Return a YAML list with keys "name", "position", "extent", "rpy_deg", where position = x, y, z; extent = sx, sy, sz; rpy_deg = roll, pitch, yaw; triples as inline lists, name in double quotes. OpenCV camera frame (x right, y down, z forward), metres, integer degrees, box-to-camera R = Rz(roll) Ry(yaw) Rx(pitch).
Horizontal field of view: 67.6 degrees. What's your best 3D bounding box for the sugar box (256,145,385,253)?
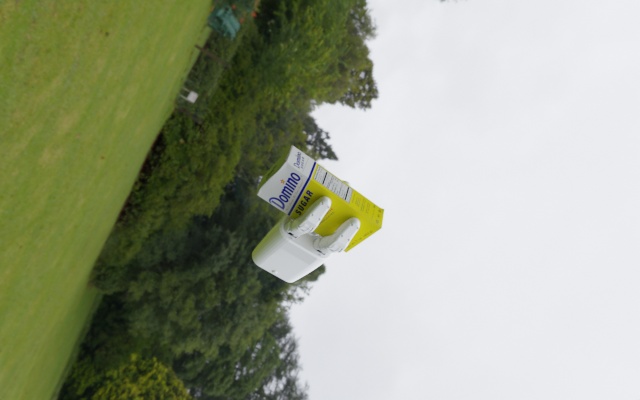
- name: "sugar box"
  position: [0.000, 0.003, 0.718]
  extent: [0.176, 0.048, 0.093]
  rpy_deg: [32, -45, -17]
